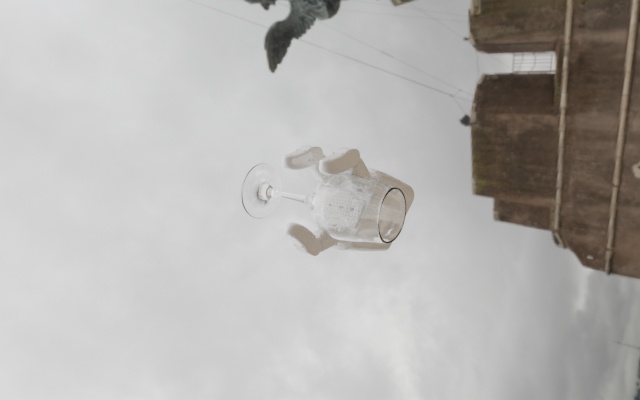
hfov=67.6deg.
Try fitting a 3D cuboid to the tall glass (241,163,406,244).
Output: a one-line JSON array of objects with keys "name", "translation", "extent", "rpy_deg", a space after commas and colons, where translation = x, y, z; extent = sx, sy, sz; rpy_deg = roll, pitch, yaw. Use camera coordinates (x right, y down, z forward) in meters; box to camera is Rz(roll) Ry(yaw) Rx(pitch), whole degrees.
[{"name": "tall glass", "translation": [-0.001, 0.002, 0.575], "extent": [0.201, 0.079, 0.079], "rpy_deg": [11, 6, 37]}]
